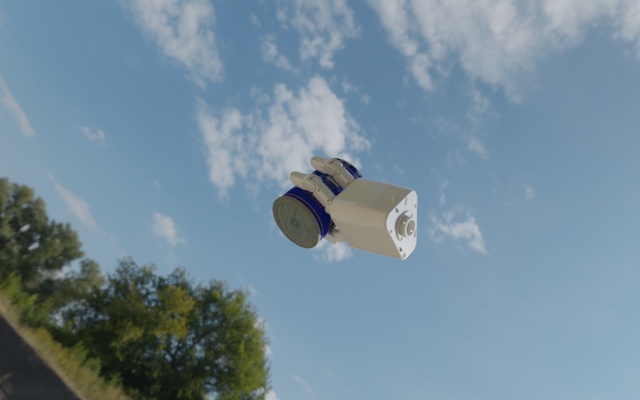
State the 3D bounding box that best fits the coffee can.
[{"bbox_3d":[0.000,0.003,0.838,0.103,0.103,0.140,0,31,47],"label":"coffee can"}]
